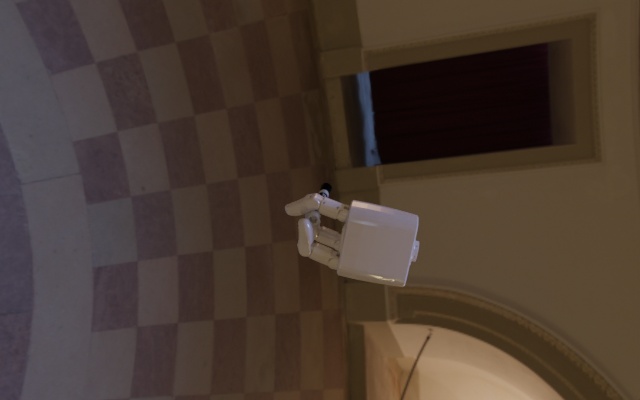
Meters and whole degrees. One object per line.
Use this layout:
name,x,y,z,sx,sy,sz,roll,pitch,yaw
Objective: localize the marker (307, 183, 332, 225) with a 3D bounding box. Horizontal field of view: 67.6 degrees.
marker,0.000,0.003,0.775,0.020,0.020,0.121,0,27,12
